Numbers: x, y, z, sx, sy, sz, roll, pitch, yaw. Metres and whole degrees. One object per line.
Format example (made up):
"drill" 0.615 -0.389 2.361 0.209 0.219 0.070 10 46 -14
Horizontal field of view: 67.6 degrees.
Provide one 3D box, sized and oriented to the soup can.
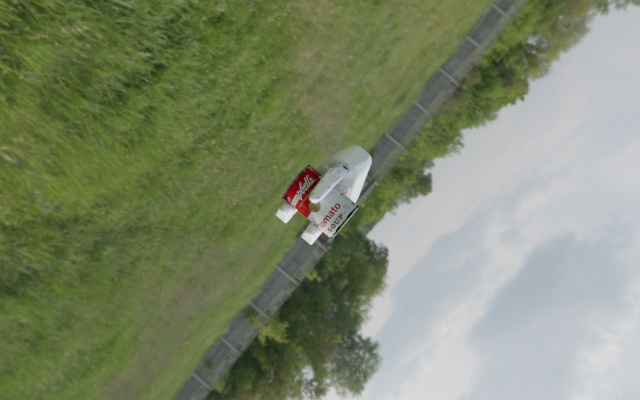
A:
"soup can" 0.000 0.003 0.744 0.102 0.068 0.068 40 4 5
